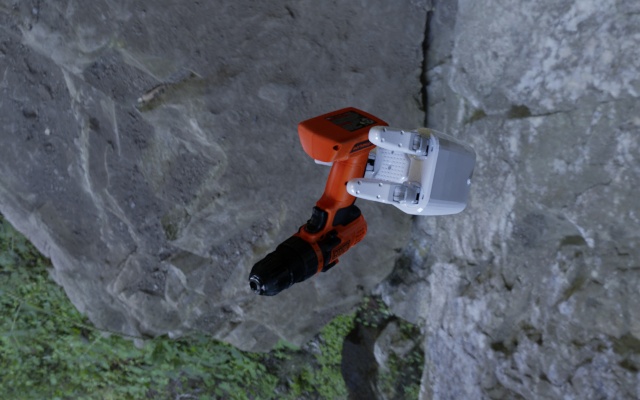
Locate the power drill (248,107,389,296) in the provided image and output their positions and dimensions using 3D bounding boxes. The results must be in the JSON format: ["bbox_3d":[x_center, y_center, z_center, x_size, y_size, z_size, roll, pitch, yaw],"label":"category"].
[{"bbox_3d":[0.000,0.001,0.518,0.057,0.188,0.184,31,37,25],"label":"power drill"}]
